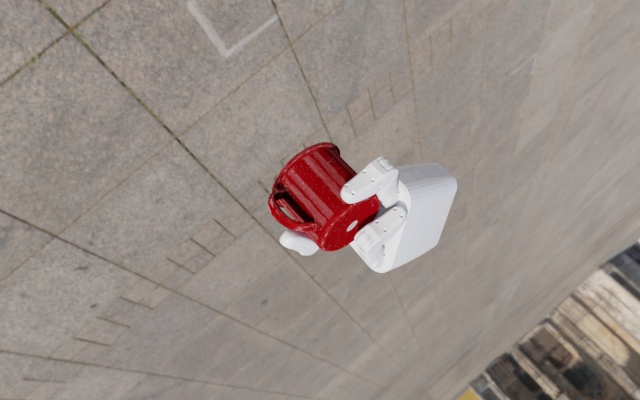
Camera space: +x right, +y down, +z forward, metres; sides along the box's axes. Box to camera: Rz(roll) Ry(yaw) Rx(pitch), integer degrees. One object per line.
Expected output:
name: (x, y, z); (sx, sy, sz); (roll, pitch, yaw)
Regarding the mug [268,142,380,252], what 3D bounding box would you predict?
mug: (-0.001, 0.002, 0.497); (0.117, 0.093, 0.081); (-15, 53, -42)
